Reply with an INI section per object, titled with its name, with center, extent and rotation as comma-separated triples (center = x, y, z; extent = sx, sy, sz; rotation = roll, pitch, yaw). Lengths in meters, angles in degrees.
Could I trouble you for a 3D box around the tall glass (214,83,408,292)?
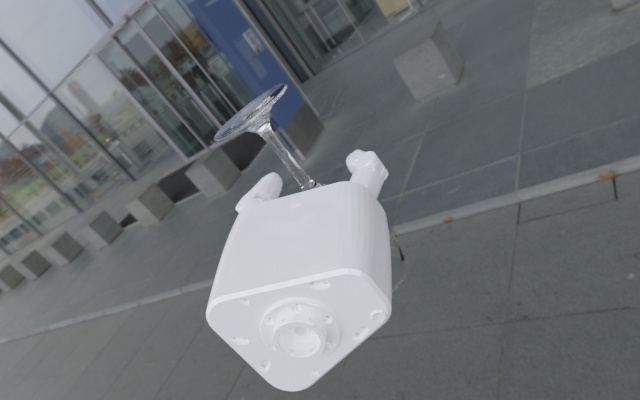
[tall glass]
center = 0.000, 0.001, 0.420
extent = 0.079, 0.201, 0.079
rotation = -32, 23, 15
